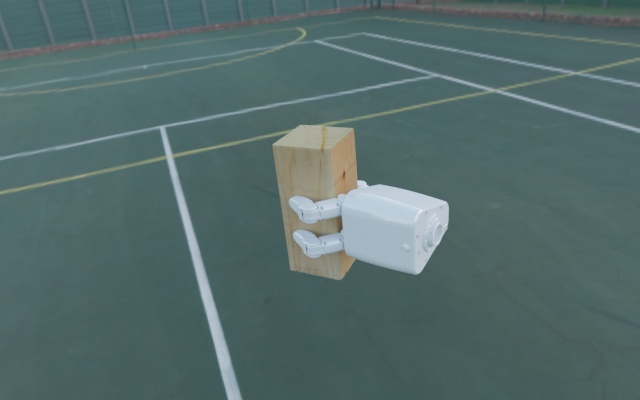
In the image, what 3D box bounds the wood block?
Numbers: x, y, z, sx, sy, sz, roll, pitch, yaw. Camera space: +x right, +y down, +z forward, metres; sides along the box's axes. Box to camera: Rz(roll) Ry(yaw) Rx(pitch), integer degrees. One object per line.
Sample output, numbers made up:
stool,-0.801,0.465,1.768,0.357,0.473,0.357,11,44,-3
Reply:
wood block,0.001,0.002,0.709,0.090,0.206,0.090,8,29,24
